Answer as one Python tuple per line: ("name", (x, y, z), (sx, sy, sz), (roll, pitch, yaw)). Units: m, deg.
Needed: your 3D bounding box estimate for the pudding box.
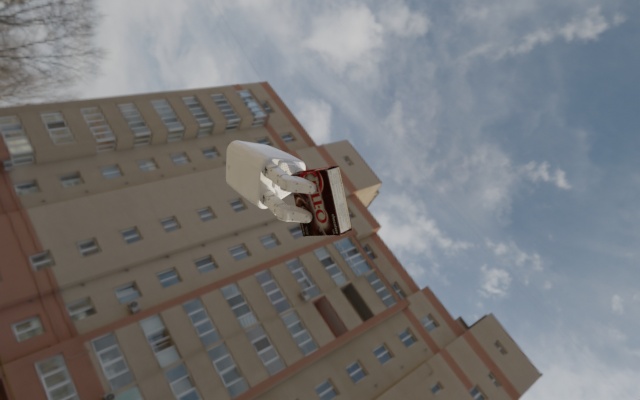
("pudding box", (0.000, 0.003, 0.802), (0.090, 0.113, 0.039), (-6, 12, 46))
